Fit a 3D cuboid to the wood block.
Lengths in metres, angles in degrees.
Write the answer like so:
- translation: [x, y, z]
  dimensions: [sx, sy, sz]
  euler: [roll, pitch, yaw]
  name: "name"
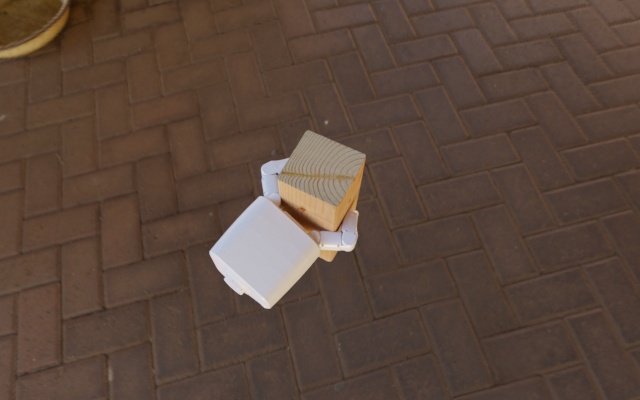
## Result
- translation: [0.000, 0.003, 0.712]
  dimensions: [0.091, 0.090, 0.206]
  euler: [25, -24, 11]
  name: "wood block"
